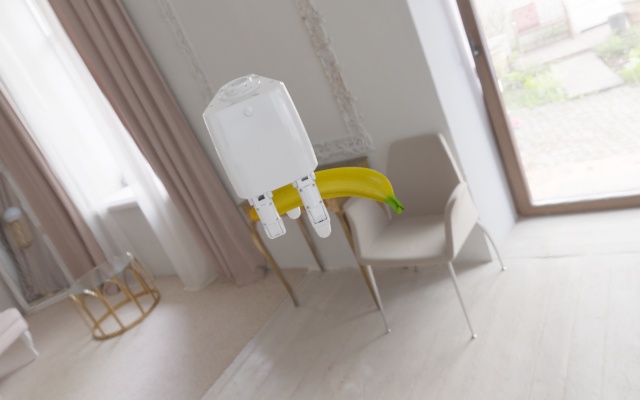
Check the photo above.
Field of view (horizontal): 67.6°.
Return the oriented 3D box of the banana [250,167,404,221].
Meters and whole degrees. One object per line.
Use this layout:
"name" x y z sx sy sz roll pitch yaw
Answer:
"banana" 0.006 -0.011 0.615 0.198 0.037 0.069 -5 41 14
